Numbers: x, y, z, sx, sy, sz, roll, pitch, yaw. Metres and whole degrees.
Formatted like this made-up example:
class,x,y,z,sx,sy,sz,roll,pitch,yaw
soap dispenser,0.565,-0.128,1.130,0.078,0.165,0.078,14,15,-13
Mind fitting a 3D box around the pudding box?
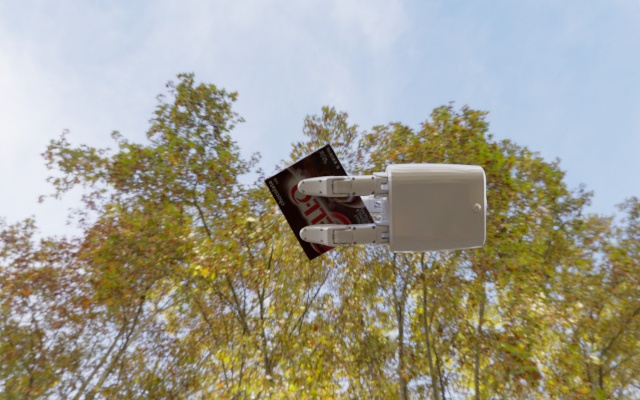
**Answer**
class,x,y,z,sx,sy,sz,roll,pitch,yaw
pudding box,0.000,0.002,0.571,0.090,0.113,0.039,-30,0,5
